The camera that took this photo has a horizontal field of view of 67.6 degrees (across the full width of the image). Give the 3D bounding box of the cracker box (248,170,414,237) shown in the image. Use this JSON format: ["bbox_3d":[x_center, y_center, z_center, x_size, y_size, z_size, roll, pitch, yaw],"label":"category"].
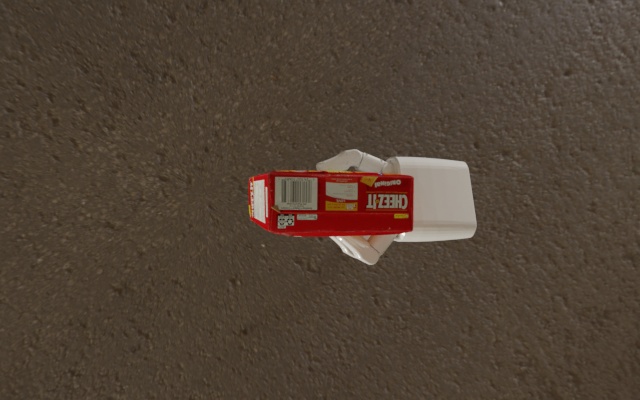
[{"bbox_3d":[0.000,0.002,0.606,0.164,0.072,0.213,0,1,-14],"label":"cracker box"}]
